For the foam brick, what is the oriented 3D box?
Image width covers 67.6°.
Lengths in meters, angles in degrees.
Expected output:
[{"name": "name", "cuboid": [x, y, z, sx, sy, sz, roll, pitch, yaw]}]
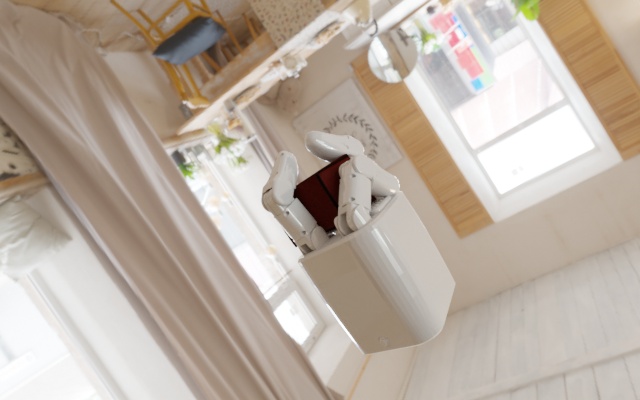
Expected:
[{"name": "foam brick", "cuboid": [0.000, 0.001, 0.446, 0.078, 0.051, 0.053, -30, 4, 45]}]
